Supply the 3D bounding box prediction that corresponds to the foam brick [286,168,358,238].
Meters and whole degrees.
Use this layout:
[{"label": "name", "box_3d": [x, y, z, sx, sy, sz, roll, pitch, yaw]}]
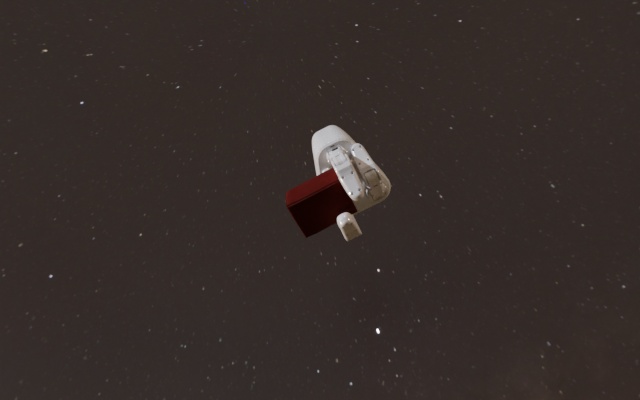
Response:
[{"label": "foam brick", "box_3d": [0.000, 0.002, 0.621, 0.078, 0.053, 0.051, -27, 23, 3]}]
